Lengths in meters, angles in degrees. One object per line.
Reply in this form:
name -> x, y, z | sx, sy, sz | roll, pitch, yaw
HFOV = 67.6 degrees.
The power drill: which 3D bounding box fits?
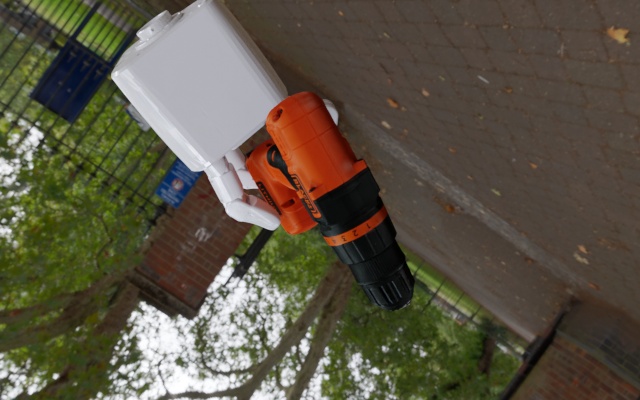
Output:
power drill -> 0.000, 0.001, 0.427 | 0.057, 0.184, 0.187 | -31, 11, -15
